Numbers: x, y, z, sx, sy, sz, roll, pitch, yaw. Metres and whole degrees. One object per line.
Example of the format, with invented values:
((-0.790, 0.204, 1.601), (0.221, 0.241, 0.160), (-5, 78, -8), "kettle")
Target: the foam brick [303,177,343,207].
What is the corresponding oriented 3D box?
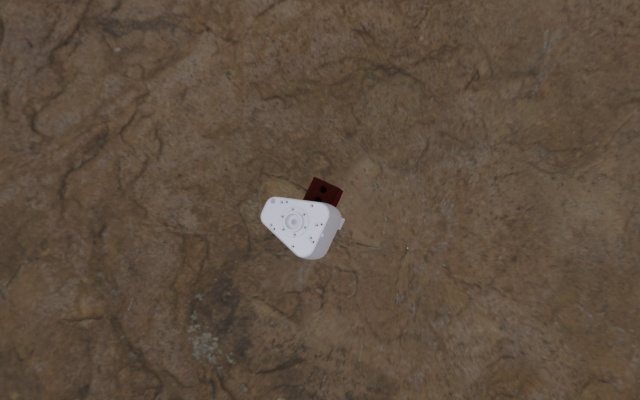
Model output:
((0.000, 0.003, 0.880), (0.053, 0.078, 0.051), (25, -1, 14), "foam brick")
